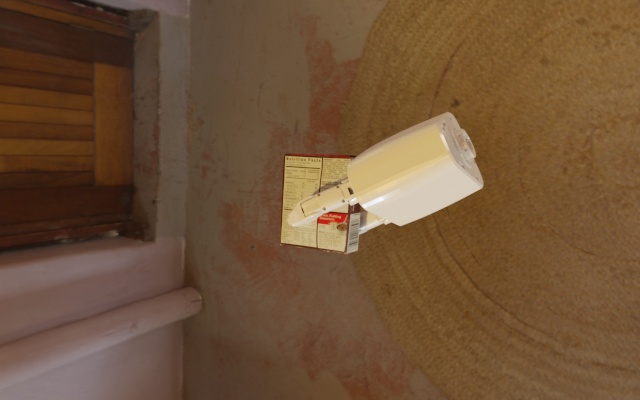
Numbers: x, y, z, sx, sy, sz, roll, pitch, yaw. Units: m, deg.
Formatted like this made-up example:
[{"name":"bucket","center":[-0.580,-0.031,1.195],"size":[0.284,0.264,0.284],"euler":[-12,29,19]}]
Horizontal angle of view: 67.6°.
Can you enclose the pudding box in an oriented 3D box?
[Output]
[{"name":"pudding box","center":[0.000,0.002,0.563],"size":[0.090,0.113,0.039],"euler":[6,4,25]}]
